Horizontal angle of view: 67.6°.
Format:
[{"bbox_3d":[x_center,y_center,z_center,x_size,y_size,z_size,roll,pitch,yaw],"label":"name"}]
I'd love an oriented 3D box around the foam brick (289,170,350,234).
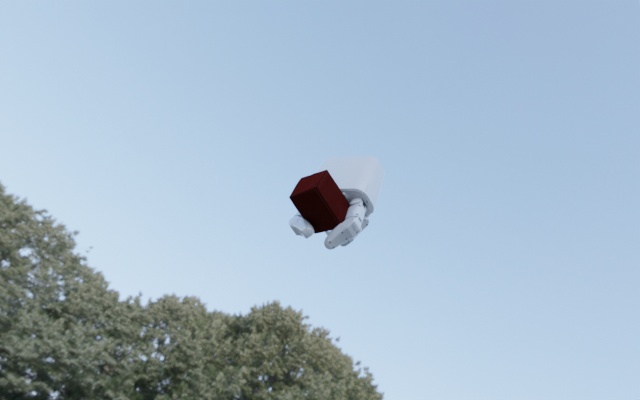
[{"bbox_3d":[0.000,0.002,0.721,0.053,0.078,0.051,-16,30,33],"label":"foam brick"}]
